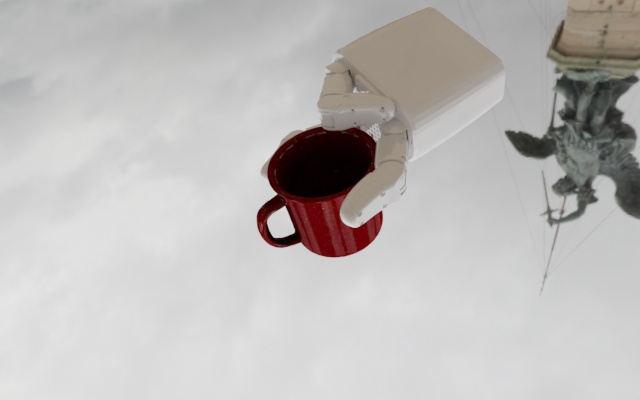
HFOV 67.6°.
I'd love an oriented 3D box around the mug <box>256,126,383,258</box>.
[{"bbox_3d":[-0.001,0.002,0.409,0.117,0.082,0.093,-32,46,-15],"label":"mug"}]
